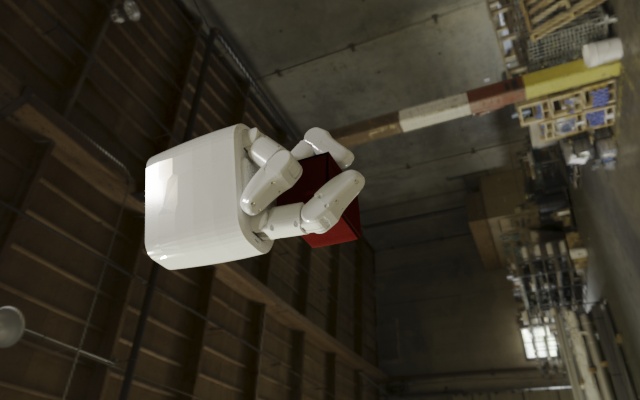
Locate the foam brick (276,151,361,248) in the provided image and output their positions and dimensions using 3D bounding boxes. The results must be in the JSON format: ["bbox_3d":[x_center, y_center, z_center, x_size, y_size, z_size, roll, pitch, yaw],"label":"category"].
[{"bbox_3d":[0.000,0.002,0.449,0.051,0.053,0.078,-15,-38,20],"label":"foam brick"}]
